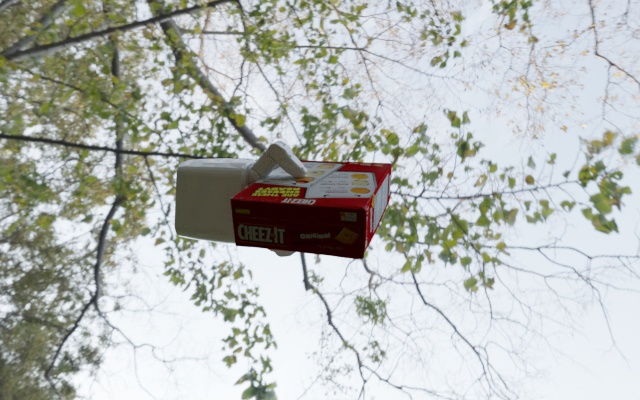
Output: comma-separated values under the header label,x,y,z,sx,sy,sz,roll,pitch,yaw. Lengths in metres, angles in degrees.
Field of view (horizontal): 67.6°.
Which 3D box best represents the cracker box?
label,x,y,z,sx,sy,sz,roll,pitch,yaw
cracker box,0.000,0.002,0.646,0.164,0.072,0.213,4,19,15
